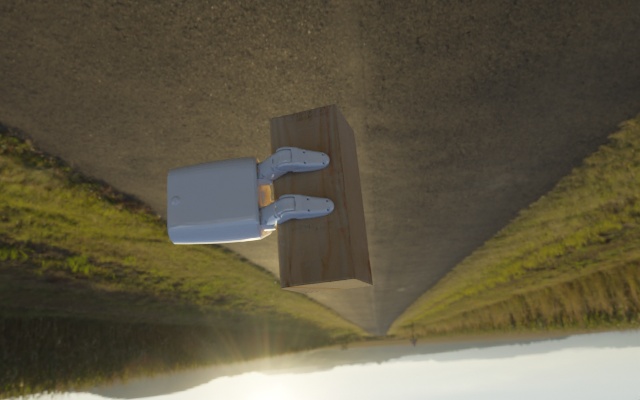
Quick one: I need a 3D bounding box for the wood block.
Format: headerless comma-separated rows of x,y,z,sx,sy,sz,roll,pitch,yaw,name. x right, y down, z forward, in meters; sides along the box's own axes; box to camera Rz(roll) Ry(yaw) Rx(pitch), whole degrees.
0.000,0.002,0.583,0.090,0.206,0.091,-10,-17,16,wood block
